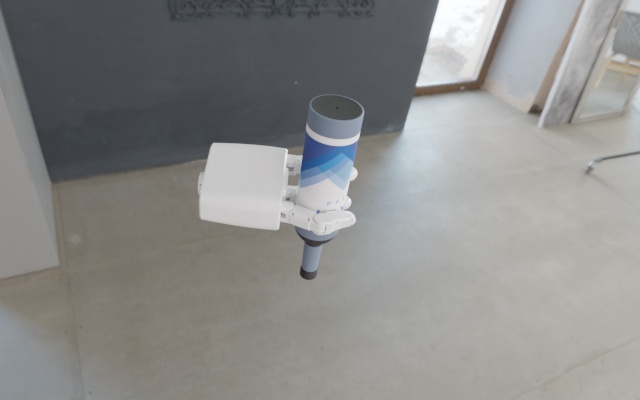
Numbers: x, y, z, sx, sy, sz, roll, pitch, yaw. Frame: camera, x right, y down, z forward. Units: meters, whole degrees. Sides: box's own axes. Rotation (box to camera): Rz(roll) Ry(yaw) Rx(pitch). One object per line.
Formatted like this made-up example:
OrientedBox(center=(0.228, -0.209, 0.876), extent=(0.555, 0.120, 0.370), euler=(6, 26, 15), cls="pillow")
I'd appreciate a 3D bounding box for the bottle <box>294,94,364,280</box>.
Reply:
OrientedBox(center=(0.000, 0.002, 0.661), extent=(0.069, 0.296, 0.069), euler=(6, 39, -5), cls="bottle")
